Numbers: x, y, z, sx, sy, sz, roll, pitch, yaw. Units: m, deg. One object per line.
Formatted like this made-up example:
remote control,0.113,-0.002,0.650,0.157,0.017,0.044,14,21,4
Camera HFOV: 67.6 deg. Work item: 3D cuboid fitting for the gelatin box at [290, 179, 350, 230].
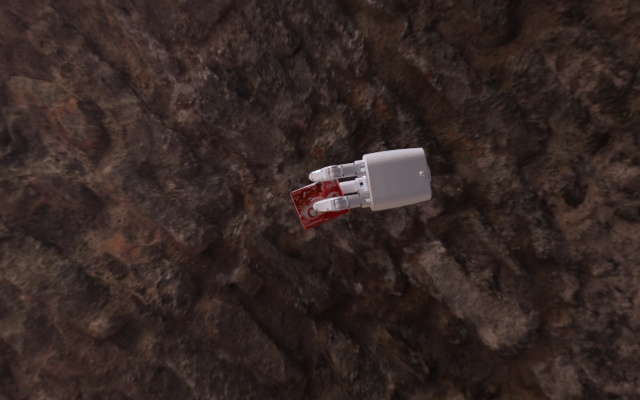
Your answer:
gelatin box,0.000,0.003,0.867,0.089,0.073,0.030,-22,2,6
